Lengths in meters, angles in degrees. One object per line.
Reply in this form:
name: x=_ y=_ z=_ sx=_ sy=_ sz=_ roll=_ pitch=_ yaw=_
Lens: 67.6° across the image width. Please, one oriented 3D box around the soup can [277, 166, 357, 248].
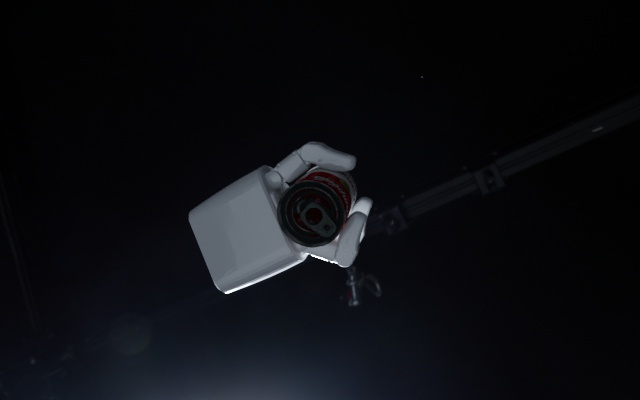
soup can: x=0.001 y=0.001 z=0.509 sx=0.068 sy=0.068 sz=0.102 roll=0 pitch=14 yaw=12
